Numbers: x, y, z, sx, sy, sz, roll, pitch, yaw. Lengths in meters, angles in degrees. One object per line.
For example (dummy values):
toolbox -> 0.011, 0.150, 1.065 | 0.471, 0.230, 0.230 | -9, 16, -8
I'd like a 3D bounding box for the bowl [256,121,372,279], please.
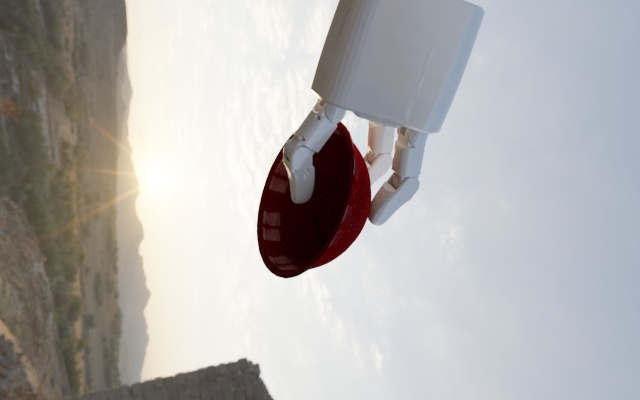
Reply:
bowl -> 0.000, 0.003, 0.473 | 0.055, 0.162, 0.162 | 19, -11, -33
